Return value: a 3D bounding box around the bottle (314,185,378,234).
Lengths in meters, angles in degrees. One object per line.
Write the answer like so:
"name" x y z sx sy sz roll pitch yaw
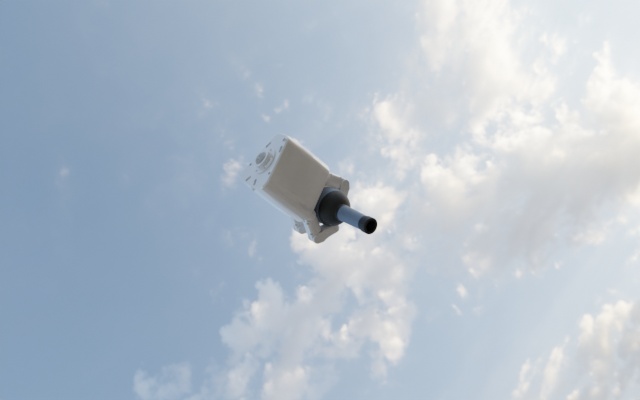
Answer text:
"bottle" 0.000 0.003 0.865 0.069 0.069 0.295 0 15 -34
